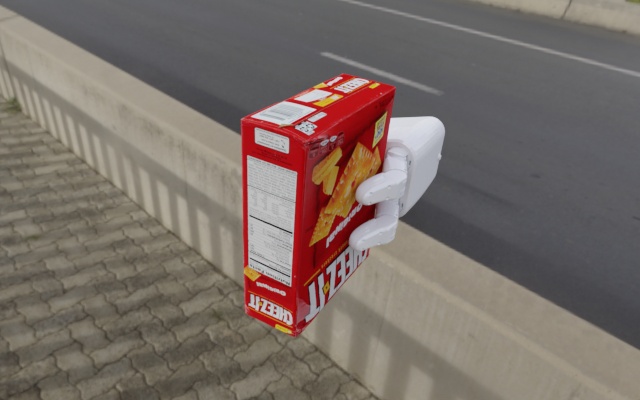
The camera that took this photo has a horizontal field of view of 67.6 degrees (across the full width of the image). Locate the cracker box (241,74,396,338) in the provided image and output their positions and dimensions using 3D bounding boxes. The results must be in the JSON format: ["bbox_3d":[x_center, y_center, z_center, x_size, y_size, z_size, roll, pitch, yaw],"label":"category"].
[{"bbox_3d":[0.000,0.001,0.474,0.072,0.214,0.164,21,35,25],"label":"cracker box"}]
